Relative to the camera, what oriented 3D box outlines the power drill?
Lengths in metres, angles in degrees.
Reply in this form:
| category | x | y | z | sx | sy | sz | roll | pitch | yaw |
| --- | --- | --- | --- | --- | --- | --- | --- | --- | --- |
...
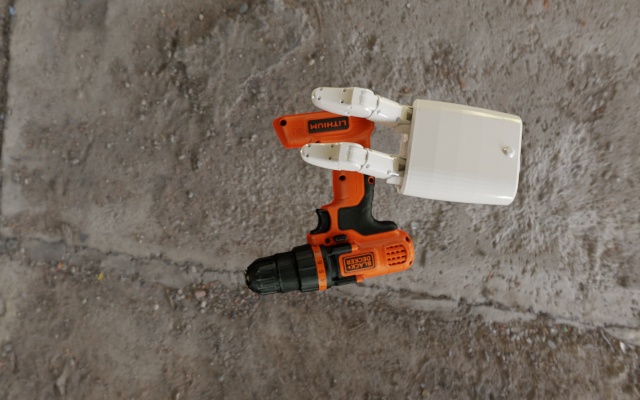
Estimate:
| category | x | y | z | sx | sy | sz | roll | pitch | yaw |
| --- | --- | --- | --- | --- | --- | --- | --- | --- | --- |
| power drill | 0.000 | 0.001 | 0.509 | 0.184 | 0.187 | 0.057 | -10 | 7 | -10 |
